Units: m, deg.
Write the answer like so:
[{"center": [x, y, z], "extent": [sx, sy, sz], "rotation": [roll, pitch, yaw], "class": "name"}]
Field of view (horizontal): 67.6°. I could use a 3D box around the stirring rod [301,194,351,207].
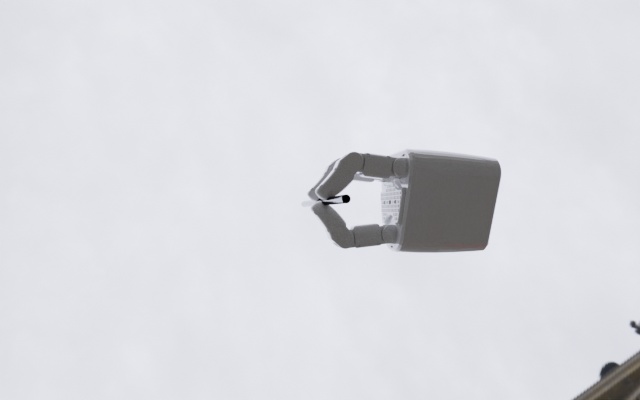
[{"center": [0.000, 0.002, 0.535], "extent": [0.011, 0.011, 0.239], "rotation": [0, -2, -11], "class": "stirring rod"}]
